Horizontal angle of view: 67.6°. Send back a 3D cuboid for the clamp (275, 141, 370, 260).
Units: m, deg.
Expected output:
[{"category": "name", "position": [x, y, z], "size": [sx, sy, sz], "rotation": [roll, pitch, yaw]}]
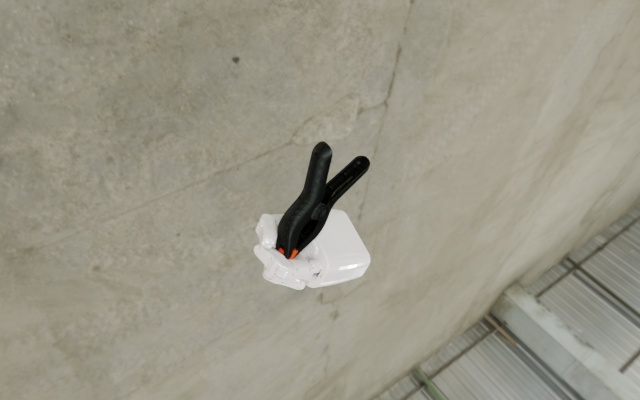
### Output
[{"category": "clamp", "position": [0.000, 0.003, 0.623], "size": [0.120, 0.171, 0.039], "rotation": [1, 36, -49]}]
